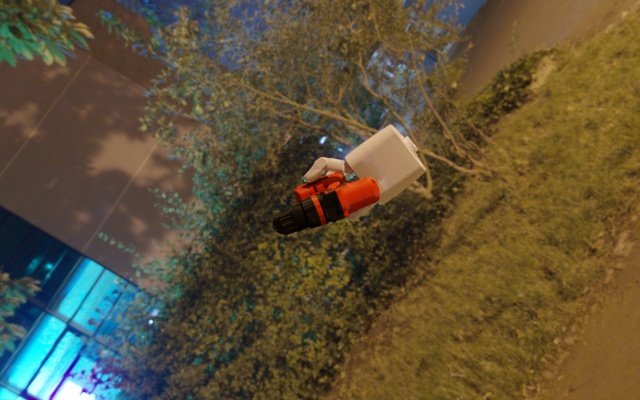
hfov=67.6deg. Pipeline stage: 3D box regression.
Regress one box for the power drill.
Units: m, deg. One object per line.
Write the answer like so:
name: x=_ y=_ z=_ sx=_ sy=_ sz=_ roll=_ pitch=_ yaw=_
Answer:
power drill: x=0.000 y=0.003 z=0.848 sx=0.184 sy=0.057 sz=0.187 roll=-19 pitch=12 yaw=-5
